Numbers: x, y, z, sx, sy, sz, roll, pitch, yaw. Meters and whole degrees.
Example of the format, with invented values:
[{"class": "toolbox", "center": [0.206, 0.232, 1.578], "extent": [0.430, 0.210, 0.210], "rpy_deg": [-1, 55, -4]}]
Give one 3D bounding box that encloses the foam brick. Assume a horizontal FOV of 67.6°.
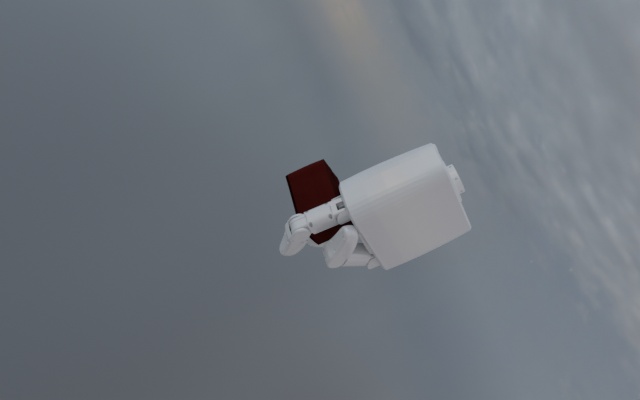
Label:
[{"class": "foam brick", "center": [0.000, 0.002, 0.558], "extent": [0.051, 0.078, 0.053], "rpy_deg": [-26, -34, 12]}]
